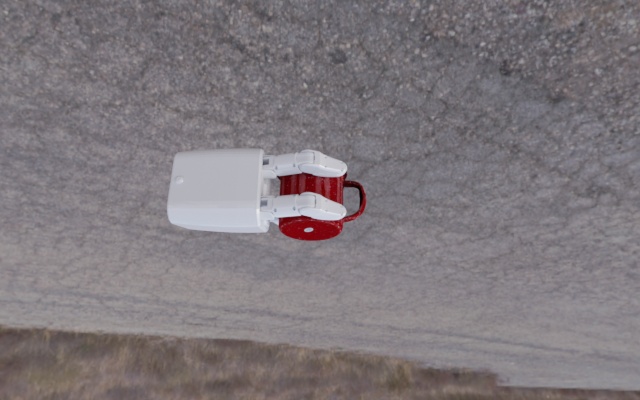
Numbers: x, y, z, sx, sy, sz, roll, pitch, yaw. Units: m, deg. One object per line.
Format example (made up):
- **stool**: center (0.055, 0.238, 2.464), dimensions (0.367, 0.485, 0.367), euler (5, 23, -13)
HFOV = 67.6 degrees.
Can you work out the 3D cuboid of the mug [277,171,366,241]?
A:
- **mug**: center (0.002, 0.002, 0.612), dimensions (0.117, 0.081, 0.093), euler (0, -23, 2)
